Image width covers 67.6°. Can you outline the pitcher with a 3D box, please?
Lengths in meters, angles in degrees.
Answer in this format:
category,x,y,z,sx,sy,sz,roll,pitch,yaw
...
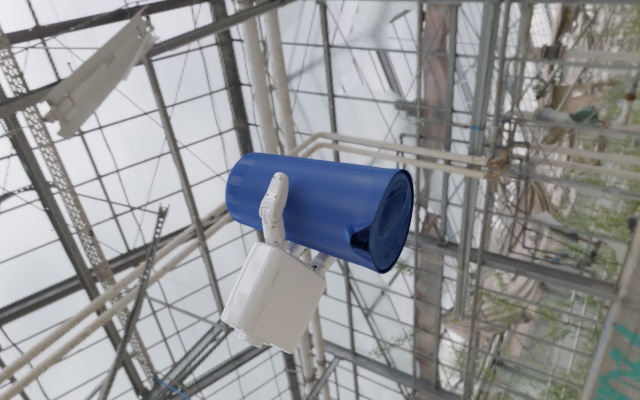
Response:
category,x,y,z,sx,sy,sz,roll,pitch,yaw
pitcher,0.000,0.002,0.653,0.243,0.145,0.149,13,-21,28
